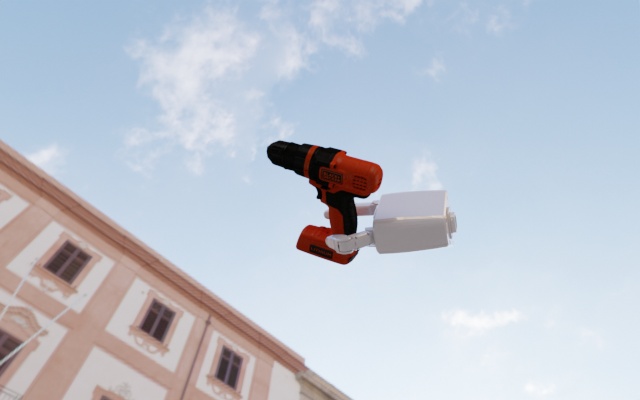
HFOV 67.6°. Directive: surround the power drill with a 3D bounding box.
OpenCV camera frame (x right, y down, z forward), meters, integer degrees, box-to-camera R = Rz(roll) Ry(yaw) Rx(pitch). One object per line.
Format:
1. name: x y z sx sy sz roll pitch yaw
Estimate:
1. power drill: 0.000 0.003 0.746 0.184 0.188 0.057 18 40 21
